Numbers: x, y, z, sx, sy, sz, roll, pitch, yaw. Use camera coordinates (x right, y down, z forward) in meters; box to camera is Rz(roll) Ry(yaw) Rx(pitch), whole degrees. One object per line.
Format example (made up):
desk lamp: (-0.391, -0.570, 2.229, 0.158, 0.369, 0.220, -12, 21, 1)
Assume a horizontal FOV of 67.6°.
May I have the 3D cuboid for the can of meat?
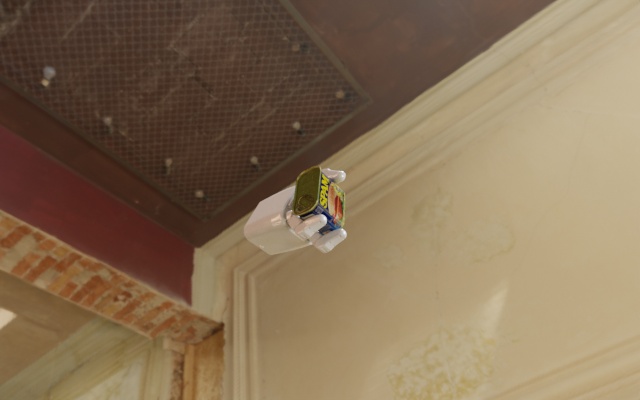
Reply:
can of meat: (0.000, 0.003, 0.863, 0.057, 0.102, 0.084, -23, -46, 31)
